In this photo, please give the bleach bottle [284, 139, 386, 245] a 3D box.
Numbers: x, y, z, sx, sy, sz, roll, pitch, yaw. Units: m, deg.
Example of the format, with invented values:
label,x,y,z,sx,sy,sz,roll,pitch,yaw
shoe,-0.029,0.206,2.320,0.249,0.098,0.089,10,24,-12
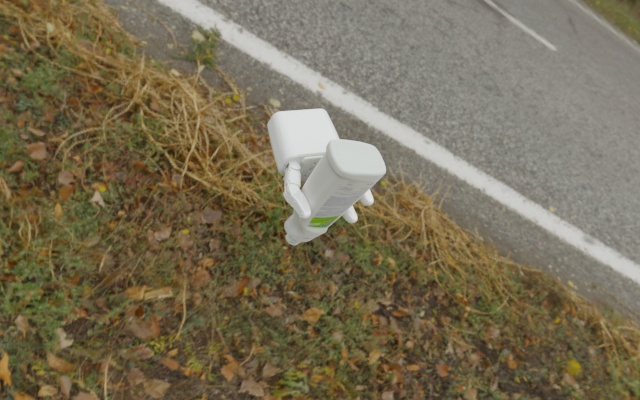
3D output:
label,x,y,z,sx,sy,sz,roll,pitch,yaw
bleach bottle,0.000,0.003,0.803,0.102,0.068,0.251,2,-35,-34
